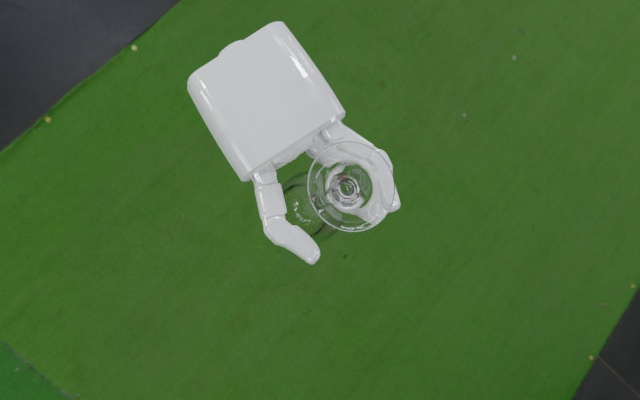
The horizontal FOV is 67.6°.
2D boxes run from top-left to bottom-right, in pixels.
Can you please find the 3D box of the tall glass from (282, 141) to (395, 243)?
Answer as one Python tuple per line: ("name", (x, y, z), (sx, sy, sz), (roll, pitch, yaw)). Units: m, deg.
("tall glass", (0.000, 0.002, 0.477), (0.079, 0.079, 0.201), (0, -8, -15))
